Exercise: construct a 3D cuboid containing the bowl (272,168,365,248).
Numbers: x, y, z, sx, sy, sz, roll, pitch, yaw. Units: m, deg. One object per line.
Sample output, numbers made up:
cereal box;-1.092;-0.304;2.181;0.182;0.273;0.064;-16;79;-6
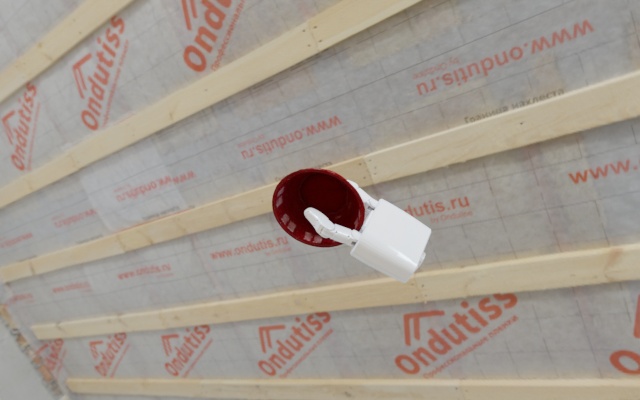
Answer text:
bowl;-0.001;0.002;0.829;0.162;0.162;0.055;0;33;13
